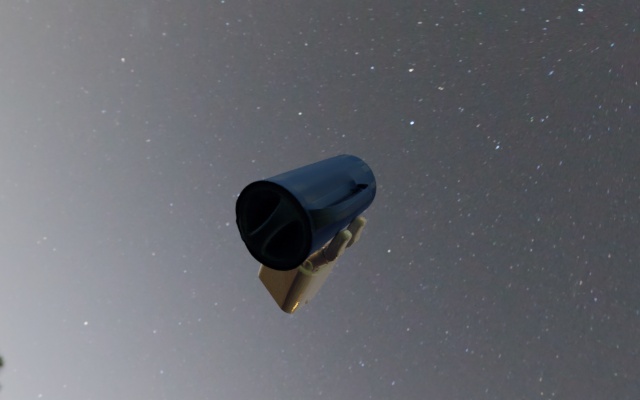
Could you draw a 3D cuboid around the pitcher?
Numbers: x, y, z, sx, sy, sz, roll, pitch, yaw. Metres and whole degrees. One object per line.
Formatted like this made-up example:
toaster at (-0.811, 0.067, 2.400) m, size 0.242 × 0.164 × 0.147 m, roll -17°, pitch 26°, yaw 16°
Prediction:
pitcher at (0.000, 0.003, 0.745) m, size 0.149 × 0.145 × 0.242 m, roll 35°, pitch 33°, yaw 18°
